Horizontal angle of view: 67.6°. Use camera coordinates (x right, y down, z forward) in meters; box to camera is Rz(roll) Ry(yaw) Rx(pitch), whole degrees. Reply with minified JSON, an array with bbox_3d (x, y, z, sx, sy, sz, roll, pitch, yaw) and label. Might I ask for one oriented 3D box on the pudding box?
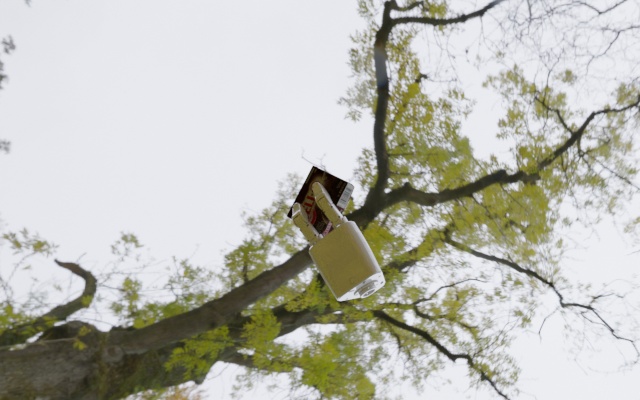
[{"bbox_3d":[0.000,0.003,0.893,0.090,0.113,0.039,28,-1,33],"label":"pudding box"}]
